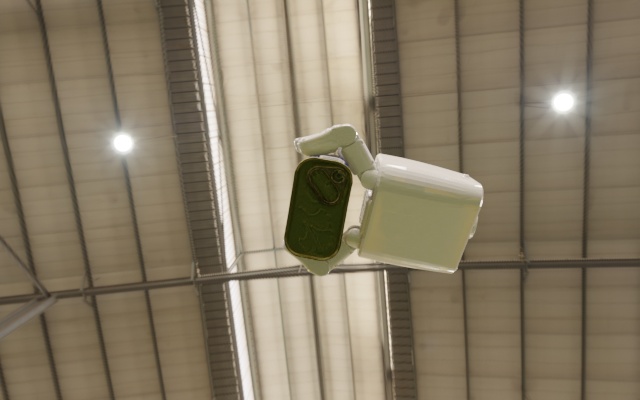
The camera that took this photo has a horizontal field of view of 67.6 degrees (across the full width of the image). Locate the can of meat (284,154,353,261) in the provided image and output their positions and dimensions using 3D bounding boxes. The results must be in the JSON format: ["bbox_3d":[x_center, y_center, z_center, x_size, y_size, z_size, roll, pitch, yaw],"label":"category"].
[{"bbox_3d":[0.000,0.002,0.507,0.057,0.102,0.084,10,12,2],"label":"can of meat"}]
